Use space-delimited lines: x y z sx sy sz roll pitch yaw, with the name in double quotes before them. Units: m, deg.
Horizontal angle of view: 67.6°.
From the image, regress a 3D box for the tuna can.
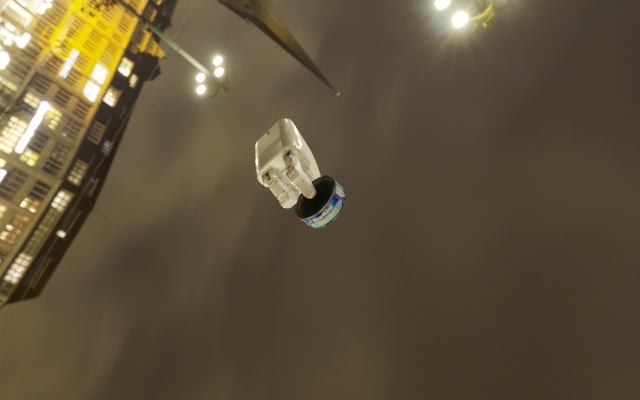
"tuna can" 0.001 0.003 0.787 0.034 0.086 0.086 40 -24 -32
